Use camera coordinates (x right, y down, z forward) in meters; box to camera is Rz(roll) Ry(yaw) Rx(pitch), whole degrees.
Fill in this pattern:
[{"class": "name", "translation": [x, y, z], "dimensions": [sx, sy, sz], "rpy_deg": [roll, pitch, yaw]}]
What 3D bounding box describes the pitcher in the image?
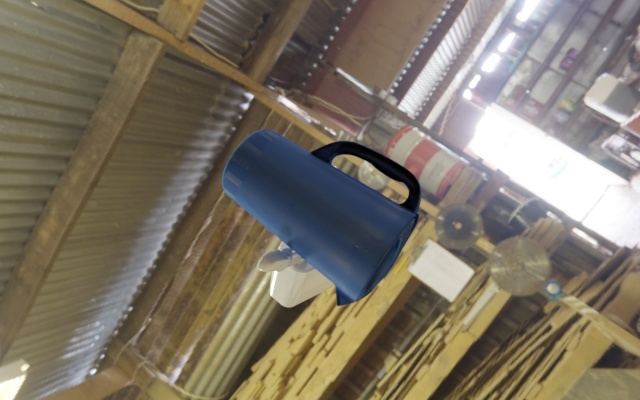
[{"class": "pitcher", "translation": [0.000, 0.002, 0.618], "dimensions": [0.243, 0.145, 0.149], "rpy_deg": [35, 49, 16]}]
